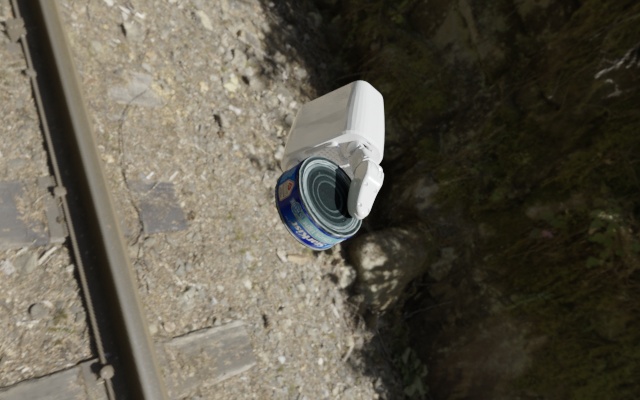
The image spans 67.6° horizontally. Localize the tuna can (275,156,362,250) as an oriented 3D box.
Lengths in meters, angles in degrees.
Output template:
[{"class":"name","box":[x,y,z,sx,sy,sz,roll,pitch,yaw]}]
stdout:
[{"class":"tuna can","box":[0.000,0.001,0.452,0.034,0.086,0.086,-30,-20,38]}]
